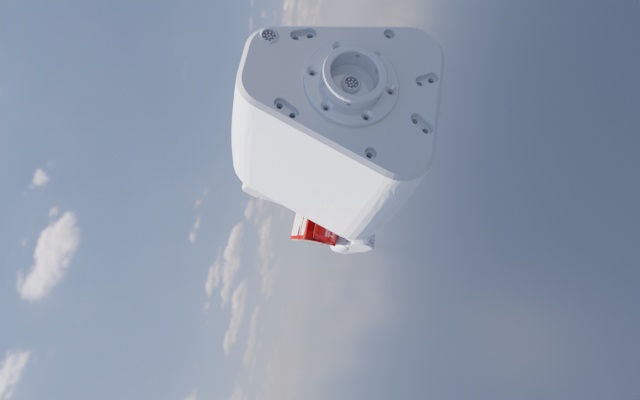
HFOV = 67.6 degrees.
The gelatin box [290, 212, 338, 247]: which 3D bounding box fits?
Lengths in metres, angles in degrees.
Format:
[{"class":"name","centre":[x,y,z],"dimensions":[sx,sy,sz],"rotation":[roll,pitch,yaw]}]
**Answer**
[{"class":"gelatin box","centre":[0.000,0.001,0.418],"dimensions":[0.030,0.073,0.089],"rotation":[14,-7,-9]}]
